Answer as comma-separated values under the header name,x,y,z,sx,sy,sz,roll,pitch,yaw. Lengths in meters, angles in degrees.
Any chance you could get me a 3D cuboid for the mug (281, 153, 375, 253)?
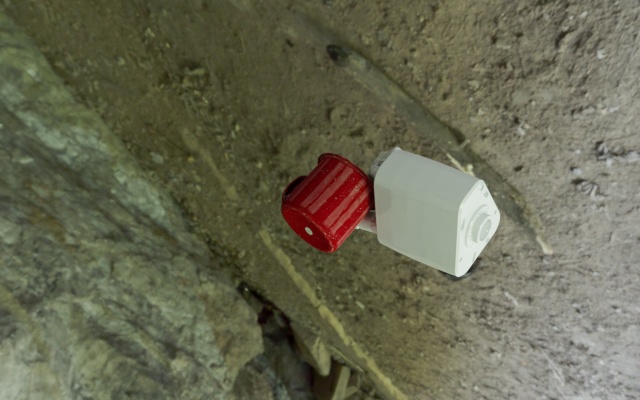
name,x,y,z,sx,sy,sz,roll,pitch,yaw
mug,-0.001,0.001,0.563,0.117,0.081,0.093,24,-27,39
